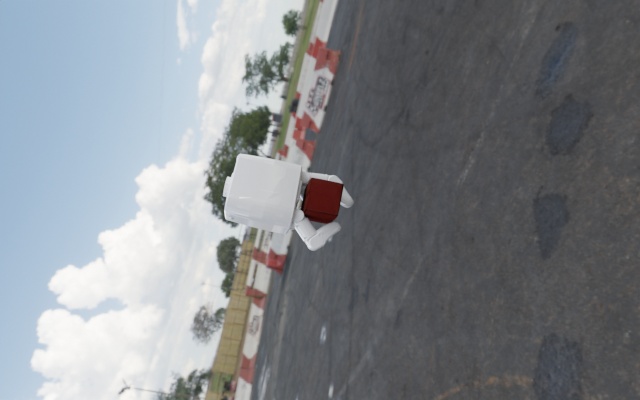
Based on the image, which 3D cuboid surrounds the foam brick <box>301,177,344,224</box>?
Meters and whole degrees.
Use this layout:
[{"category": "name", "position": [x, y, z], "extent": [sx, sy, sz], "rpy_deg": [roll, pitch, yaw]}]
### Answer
[{"category": "foam brick", "position": [0.000, 0.002, 0.750], "extent": [0.051, 0.053, 0.078], "rpy_deg": [13, -15, -7]}]
